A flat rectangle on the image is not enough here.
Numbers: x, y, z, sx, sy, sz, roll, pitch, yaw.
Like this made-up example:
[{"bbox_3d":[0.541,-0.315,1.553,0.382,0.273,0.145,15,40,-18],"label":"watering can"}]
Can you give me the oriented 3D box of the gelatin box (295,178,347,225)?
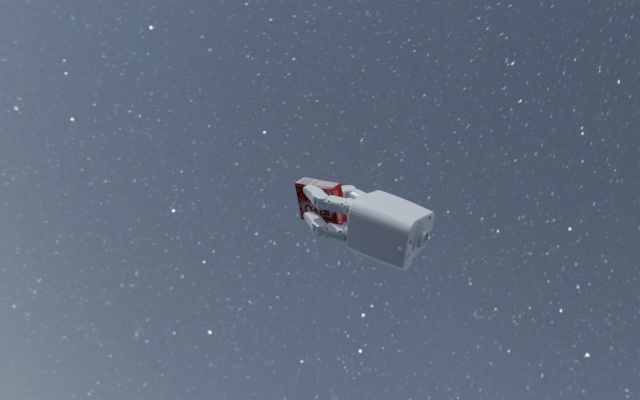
[{"bbox_3d":[0.000,0.002,0.836,0.089,0.073,0.030,11,31,39],"label":"gelatin box"}]
